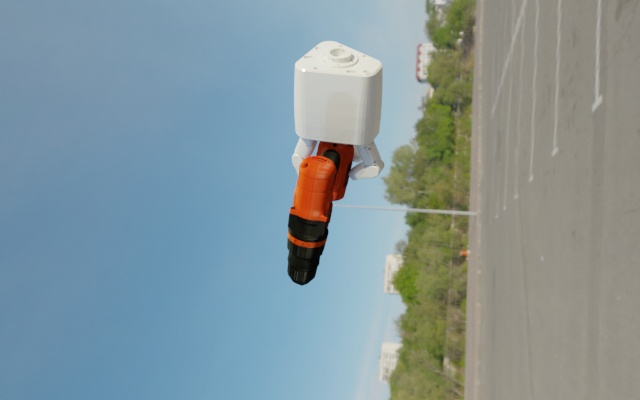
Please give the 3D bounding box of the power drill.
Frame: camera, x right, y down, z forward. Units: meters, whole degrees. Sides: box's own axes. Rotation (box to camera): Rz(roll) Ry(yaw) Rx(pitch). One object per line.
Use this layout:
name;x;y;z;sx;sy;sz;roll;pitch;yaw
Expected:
power drill;0.000;0.002;0.671;0.057;0.184;0.187;14;28;4
